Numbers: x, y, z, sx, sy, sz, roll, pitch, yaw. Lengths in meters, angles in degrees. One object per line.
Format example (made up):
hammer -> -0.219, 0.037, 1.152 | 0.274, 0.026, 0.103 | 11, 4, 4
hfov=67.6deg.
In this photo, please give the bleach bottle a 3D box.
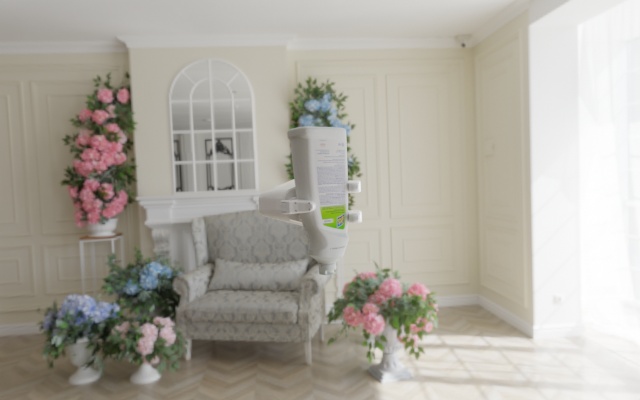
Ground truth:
bleach bottle -> 0.000, 0.003, 0.821 | 0.102, 0.251, 0.068 | -4, 3, -34
